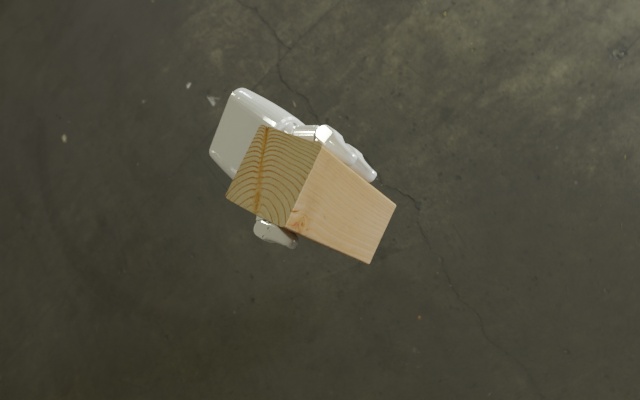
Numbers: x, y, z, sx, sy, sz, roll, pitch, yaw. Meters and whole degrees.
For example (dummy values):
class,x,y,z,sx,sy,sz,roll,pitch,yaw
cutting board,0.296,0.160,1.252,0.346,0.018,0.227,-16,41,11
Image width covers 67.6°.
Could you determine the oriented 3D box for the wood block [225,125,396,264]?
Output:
class,x,y,z,sx,sy,sz,roll,pitch,yaw
wood block,0.000,0.002,0.566,0.090,0.091,0.206,24,-4,34
